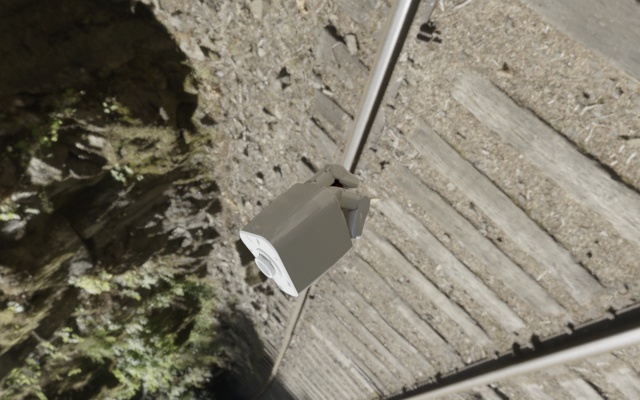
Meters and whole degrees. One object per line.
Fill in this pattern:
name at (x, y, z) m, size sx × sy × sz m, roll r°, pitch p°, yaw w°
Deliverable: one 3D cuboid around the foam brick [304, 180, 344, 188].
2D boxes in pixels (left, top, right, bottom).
foam brick at (0.000, 0.002, 0.705) m, size 0.051 × 0.053 × 0.078 m, roll -41°, pitch 24°, yaw -24°
